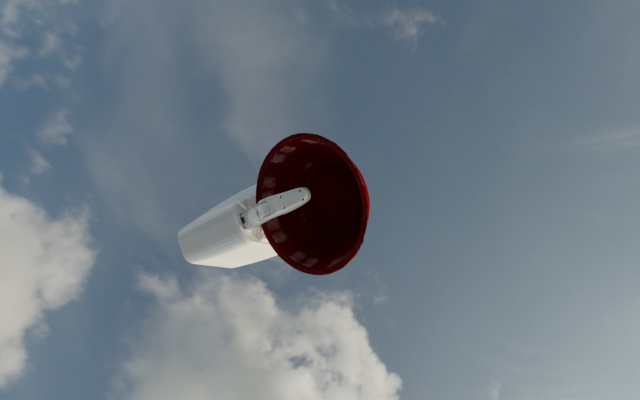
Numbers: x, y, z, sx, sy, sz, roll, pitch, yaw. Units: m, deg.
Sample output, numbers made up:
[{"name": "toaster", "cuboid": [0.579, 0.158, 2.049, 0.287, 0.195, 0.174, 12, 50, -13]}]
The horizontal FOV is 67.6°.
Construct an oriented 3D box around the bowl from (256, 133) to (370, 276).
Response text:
[{"name": "bowl", "cuboid": [0.001, 0.002, 0.555, 0.162, 0.162, 0.055, 0, 8, 39]}]
